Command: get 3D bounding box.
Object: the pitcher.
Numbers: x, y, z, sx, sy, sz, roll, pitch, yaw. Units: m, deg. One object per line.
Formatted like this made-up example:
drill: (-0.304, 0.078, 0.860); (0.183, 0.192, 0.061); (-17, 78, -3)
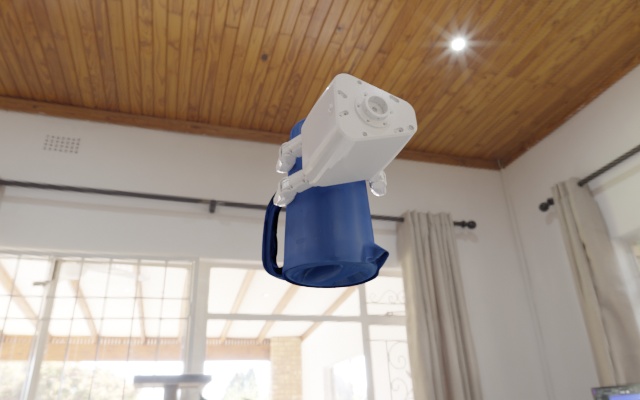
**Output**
pitcher: (0.000, 0.002, 0.702); (0.149, 0.242, 0.145); (6, -27, -18)
